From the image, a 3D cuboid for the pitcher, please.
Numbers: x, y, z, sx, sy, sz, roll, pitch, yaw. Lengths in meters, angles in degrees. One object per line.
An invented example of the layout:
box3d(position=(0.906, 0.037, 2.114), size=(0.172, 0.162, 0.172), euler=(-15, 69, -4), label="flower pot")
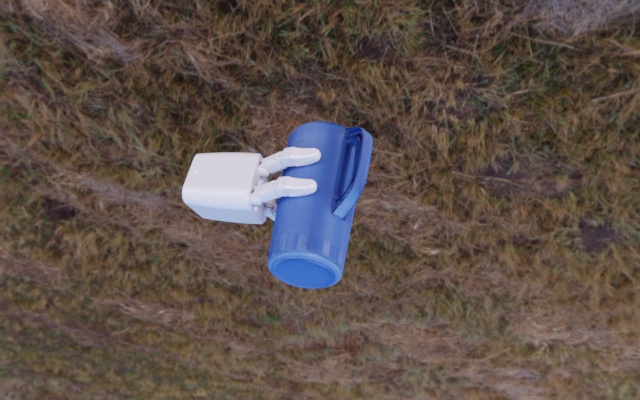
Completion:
box3d(position=(0.000, 0.002, 0.732), size=(0.145, 0.242, 0.149), euler=(5, -35, 7), label="pitcher")
